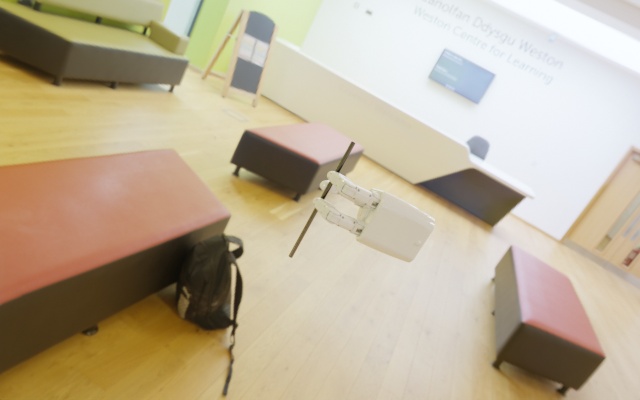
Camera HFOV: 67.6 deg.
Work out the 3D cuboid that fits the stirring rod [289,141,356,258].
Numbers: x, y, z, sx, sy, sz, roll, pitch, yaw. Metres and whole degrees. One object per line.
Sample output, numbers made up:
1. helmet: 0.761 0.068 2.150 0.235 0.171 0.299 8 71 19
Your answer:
1. stirring rod: 0.000 0.003 0.838 0.011 0.239 0.011 26 18 -9
